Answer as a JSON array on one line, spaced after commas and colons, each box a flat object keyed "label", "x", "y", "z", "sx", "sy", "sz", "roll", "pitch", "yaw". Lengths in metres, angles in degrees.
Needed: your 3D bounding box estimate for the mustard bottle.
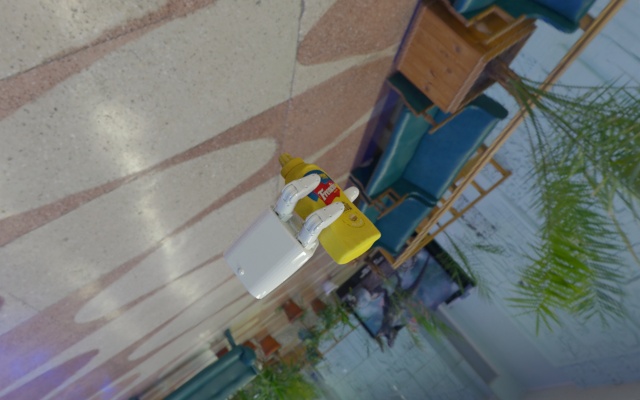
[{"label": "mustard bottle", "x": 0.000, "y": 0.002, "z": 0.718, "sx": 0.096, "sy": 0.191, "sz": 0.058, "roll": -21, "pitch": -25, "yaw": -51}]
